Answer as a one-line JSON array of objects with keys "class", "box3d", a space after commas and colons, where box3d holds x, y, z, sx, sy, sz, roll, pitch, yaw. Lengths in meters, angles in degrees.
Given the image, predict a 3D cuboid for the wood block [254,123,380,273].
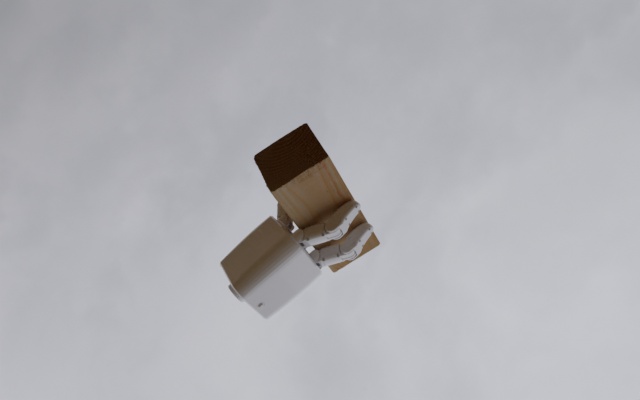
[{"class": "wood block", "box3d": [0.000, 0.002, 0.698, 0.090, 0.090, 0.206, -32, -46, 1]}]
